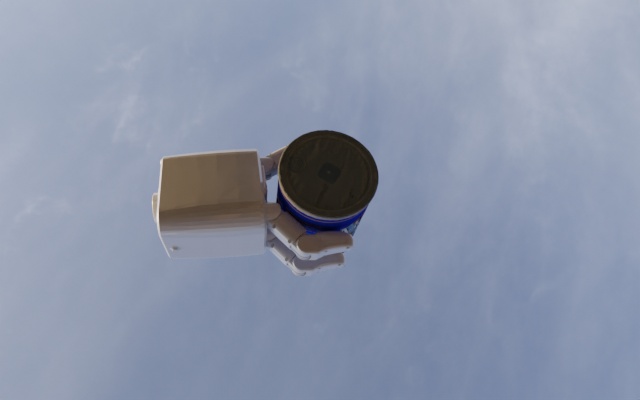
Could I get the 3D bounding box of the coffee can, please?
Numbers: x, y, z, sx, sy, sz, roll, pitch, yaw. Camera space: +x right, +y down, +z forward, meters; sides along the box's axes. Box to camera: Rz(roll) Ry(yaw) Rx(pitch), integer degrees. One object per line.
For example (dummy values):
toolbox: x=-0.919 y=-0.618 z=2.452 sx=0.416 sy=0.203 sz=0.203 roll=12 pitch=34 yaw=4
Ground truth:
coffee can: x=0.000 y=0.002 z=0.542 sx=0.103 sy=0.102 sz=0.140 roll=0 pitch=-26 yaw=-8
